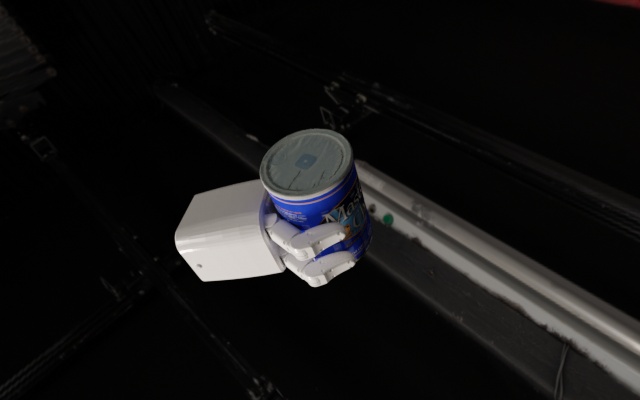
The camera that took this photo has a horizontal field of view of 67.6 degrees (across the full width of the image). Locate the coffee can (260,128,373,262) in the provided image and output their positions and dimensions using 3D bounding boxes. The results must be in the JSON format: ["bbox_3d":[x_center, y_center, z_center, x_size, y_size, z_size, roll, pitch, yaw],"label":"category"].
[{"bbox_3d":[0.000,0.002,0.560,0.103,0.102,0.140,0,-40,18],"label":"coffee can"}]
